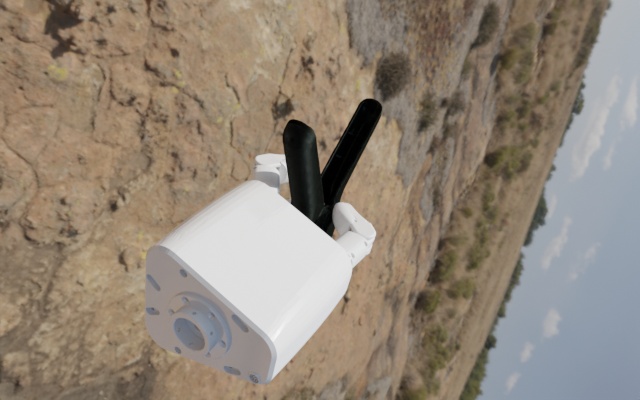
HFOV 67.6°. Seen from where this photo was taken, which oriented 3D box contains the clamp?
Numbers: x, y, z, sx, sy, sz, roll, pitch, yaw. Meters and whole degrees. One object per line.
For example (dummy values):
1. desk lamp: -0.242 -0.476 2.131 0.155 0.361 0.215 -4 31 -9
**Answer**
1. clamp: 0.001 0.002 0.458 0.036 0.210 0.164 26 34 19
